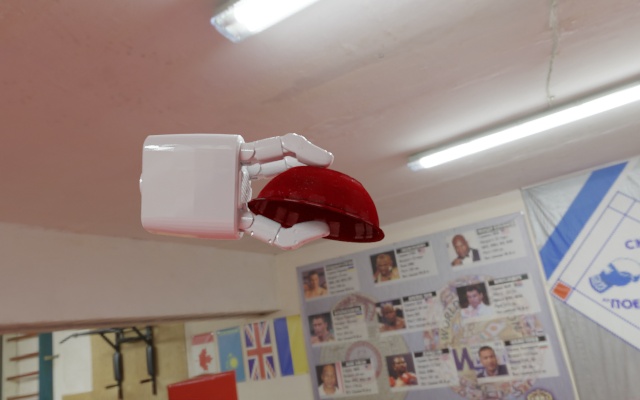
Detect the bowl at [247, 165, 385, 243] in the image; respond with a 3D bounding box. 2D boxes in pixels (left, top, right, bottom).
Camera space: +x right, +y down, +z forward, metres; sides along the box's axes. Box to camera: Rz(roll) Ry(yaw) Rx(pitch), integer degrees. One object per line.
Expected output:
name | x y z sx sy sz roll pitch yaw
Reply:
bowl | 0.001 0.002 0.555 0.162 0.055 0.162 13 -15 4
